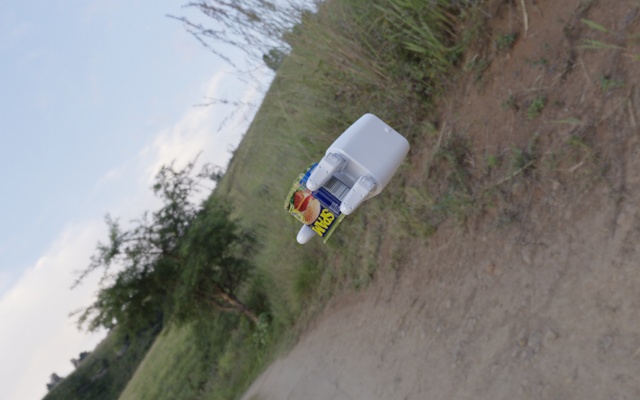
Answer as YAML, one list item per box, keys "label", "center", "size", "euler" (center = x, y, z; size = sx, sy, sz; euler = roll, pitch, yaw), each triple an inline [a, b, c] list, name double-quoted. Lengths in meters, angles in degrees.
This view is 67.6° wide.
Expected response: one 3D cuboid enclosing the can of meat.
- label: "can of meat"
  center: [0.000, 0.002, 0.690]
  size: [0.084, 0.057, 0.102]
  euler: [38, -32, 5]
